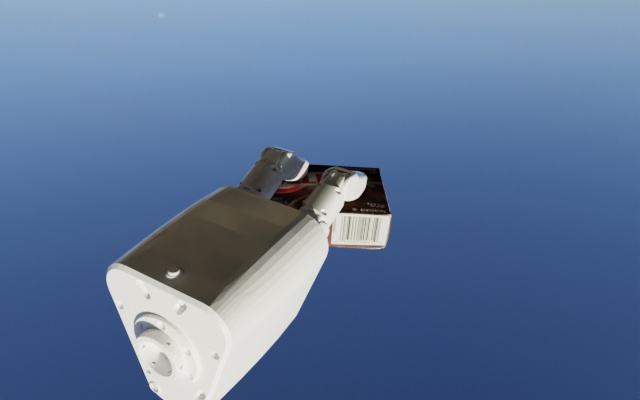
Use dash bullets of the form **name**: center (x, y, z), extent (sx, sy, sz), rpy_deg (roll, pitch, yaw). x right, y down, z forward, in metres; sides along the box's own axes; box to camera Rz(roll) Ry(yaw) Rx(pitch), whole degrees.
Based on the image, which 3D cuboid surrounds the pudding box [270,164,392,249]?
- **pudding box**: center (0.000, 0.002, 0.421), extent (0.113, 0.039, 0.090), rpy_deg (5, 30, -3)
